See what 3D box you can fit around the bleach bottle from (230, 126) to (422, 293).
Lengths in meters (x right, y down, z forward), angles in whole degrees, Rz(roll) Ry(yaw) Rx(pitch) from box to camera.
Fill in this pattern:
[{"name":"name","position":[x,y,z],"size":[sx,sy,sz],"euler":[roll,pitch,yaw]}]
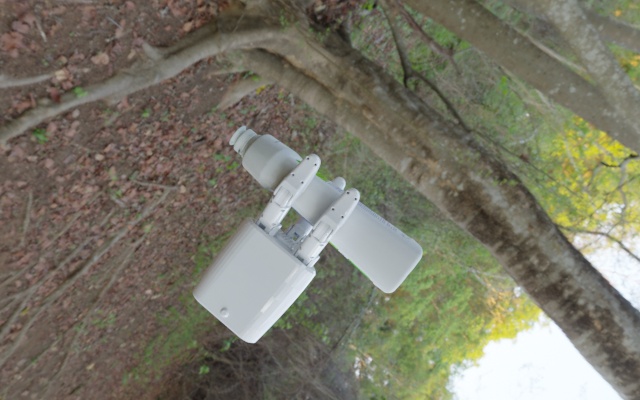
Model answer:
[{"name":"bleach bottle","position":[0.000,0.002,0.559],"size":[0.251,0.068,0.102],"euler":[39,2,5]}]
